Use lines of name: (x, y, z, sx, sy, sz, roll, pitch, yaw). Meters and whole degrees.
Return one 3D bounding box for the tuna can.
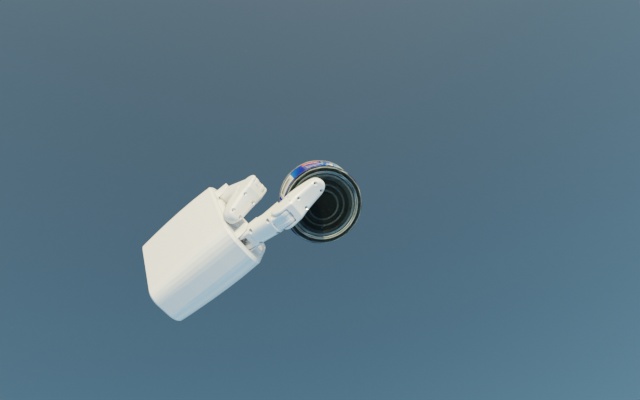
tuna can: (0.000, 0.002, 0.509, 0.086, 0.086, 0.033, 0, 14, -13)
